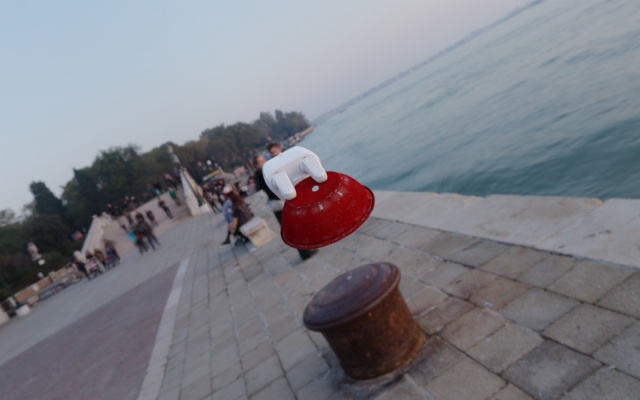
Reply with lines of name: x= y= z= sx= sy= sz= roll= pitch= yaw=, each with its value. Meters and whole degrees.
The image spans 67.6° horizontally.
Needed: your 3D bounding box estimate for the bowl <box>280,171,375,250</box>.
bowl: x=0.001 y=0.002 z=0.741 sx=0.162 sy=0.055 sz=0.162 roll=-19 pitch=30 yaw=12
